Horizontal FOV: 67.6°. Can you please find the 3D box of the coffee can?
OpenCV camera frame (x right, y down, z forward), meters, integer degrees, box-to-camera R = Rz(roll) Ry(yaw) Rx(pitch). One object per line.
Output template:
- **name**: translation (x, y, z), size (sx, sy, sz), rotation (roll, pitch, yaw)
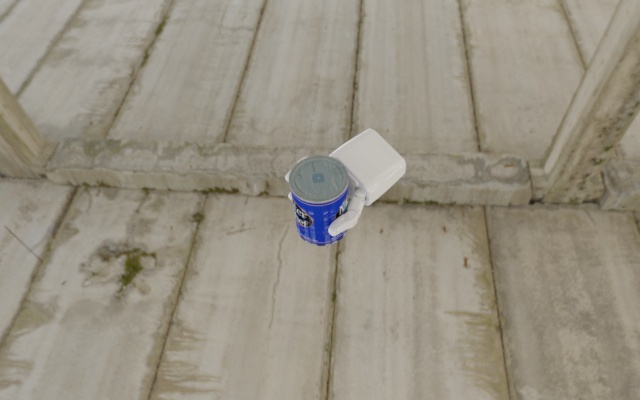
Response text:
- **coffee can**: translation (0.000, 0.003, 0.866), size (0.103, 0.102, 0.140), rotation (0, -37, 3)
